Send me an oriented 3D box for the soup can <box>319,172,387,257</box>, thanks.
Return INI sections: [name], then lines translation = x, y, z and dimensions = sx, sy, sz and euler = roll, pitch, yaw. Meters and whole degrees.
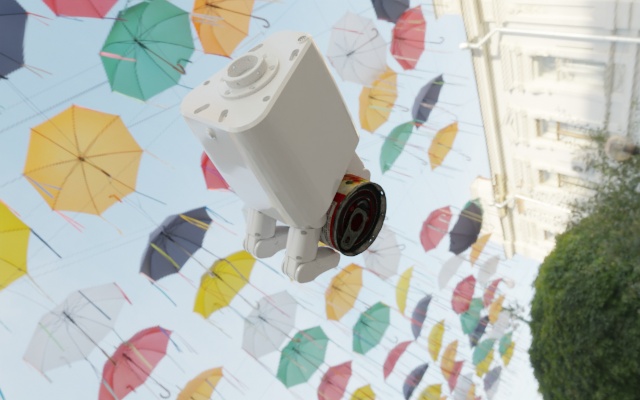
[soup can]
translation = 0.000, 0.002, 0.440
dimensions = 0.102, 0.068, 0.068
euler = 23, 15, 39
